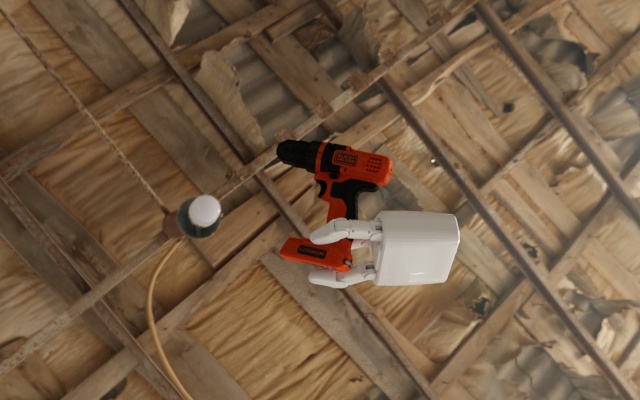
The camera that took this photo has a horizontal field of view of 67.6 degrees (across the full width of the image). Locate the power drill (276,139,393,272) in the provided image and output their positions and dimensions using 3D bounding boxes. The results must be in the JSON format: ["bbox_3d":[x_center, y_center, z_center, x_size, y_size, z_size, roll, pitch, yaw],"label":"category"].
[{"bbox_3d":[0.000,0.003,0.714,0.184,0.187,0.057,12,-11,18],"label":"power drill"}]
